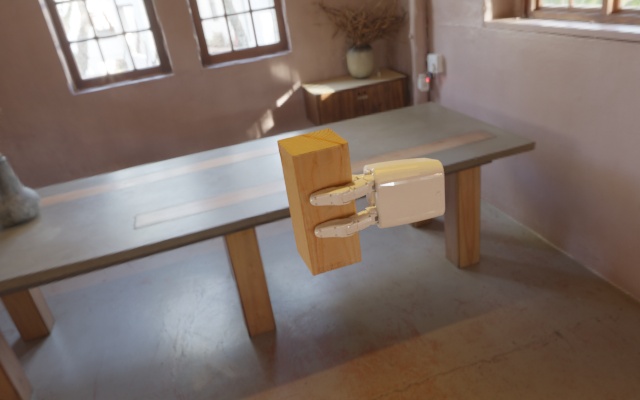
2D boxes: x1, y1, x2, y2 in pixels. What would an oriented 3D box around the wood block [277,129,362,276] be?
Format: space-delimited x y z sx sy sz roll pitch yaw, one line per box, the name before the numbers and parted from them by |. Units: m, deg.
wood block | 0.000 0.002 0.765 0.090 0.206 0.090 -15 26 -13
